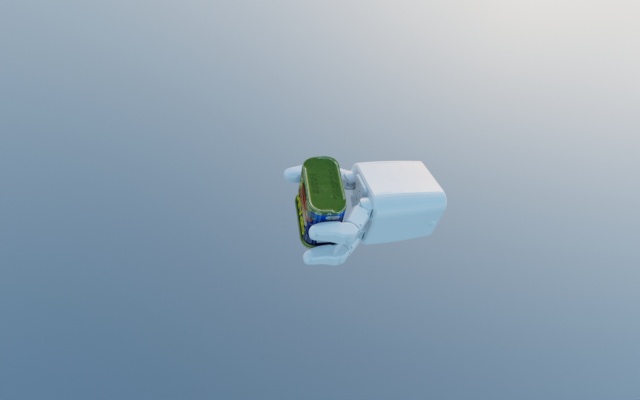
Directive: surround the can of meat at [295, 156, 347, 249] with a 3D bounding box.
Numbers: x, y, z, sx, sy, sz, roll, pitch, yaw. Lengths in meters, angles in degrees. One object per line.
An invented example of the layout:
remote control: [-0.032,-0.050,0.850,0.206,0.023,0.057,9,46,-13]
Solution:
can of meat: [0.000,0.002,0.654,0.057,0.102,0.084,-2,-37,-11]
